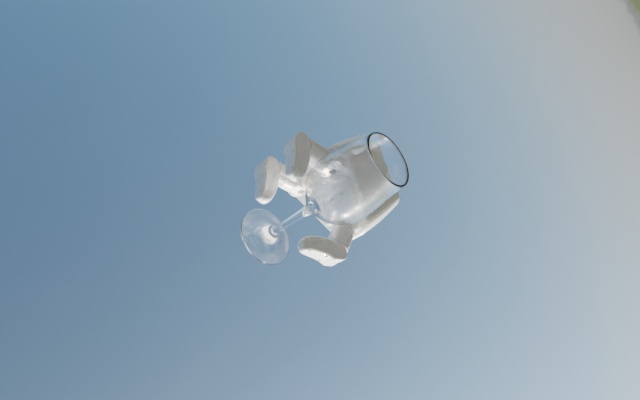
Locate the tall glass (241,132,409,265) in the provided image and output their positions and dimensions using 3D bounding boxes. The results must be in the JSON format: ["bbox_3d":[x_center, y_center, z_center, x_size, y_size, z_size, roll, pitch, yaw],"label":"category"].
[{"bbox_3d":[0.000,0.002,0.528,0.201,0.079,0.079,-32,-21,37],"label":"tall glass"}]
